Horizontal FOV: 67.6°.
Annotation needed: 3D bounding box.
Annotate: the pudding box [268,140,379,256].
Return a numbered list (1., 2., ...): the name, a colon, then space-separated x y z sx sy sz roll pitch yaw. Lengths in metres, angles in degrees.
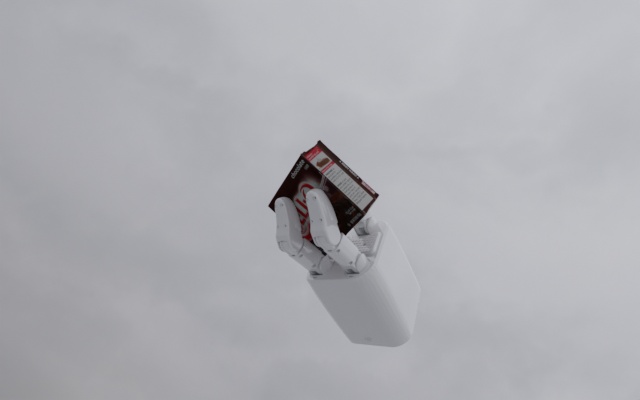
1. pudding box: 0.000 0.002 0.524 0.039 0.090 0.113 -45 -4 -40
